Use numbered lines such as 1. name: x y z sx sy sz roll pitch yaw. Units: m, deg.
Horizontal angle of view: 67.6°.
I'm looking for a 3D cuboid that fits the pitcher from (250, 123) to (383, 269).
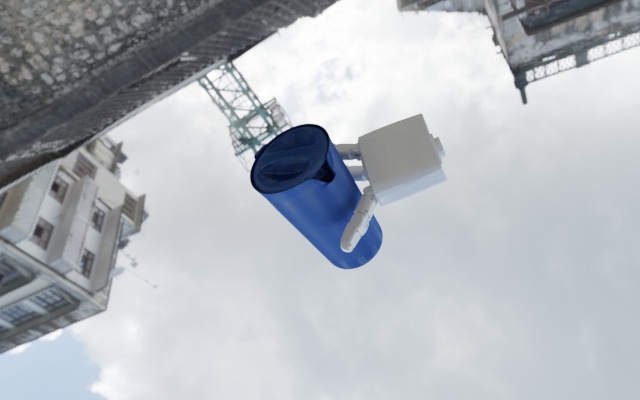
1. pitcher: 0.000 0.002 0.765 0.145 0.149 0.243 -22 -47 17
